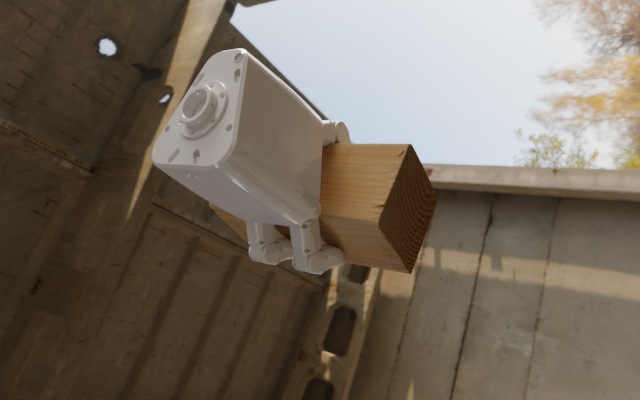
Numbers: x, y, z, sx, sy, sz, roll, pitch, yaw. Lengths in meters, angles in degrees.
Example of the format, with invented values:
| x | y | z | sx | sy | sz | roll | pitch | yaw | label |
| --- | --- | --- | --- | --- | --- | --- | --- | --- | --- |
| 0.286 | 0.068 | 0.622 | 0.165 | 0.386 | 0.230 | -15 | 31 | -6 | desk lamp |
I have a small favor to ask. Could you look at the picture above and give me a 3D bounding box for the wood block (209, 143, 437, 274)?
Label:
| x | y | z | sx | sy | sz | roll | pitch | yaw | label |
| --- | --- | --- | --- | --- | --- | --- | --- | --- | --- |
| 0.000 | 0.001 | 0.492 | 0.206 | 0.090 | 0.090 | 6 | -32 | 36 | wood block |
